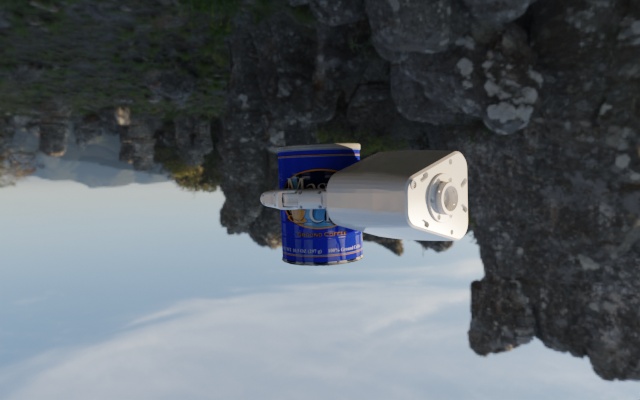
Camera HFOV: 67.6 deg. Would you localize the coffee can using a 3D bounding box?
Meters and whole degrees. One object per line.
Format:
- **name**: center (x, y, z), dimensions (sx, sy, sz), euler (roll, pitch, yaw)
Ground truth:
- **coffee can**: center (0.000, 0.002, 0.593), dimensions (0.103, 0.140, 0.103), euler (-2, 4, 0)
